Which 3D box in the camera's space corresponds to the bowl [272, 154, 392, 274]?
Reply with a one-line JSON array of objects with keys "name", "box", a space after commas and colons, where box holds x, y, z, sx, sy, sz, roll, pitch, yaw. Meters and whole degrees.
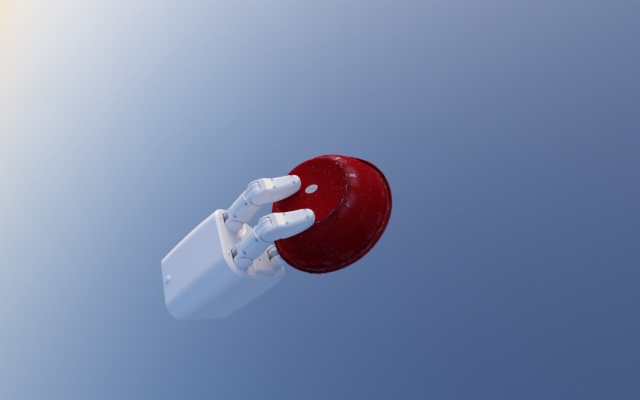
[{"name": "bowl", "box": [0.001, 0.001, 0.565, 0.162, 0.162, 0.055, 0, -30, 29]}]
